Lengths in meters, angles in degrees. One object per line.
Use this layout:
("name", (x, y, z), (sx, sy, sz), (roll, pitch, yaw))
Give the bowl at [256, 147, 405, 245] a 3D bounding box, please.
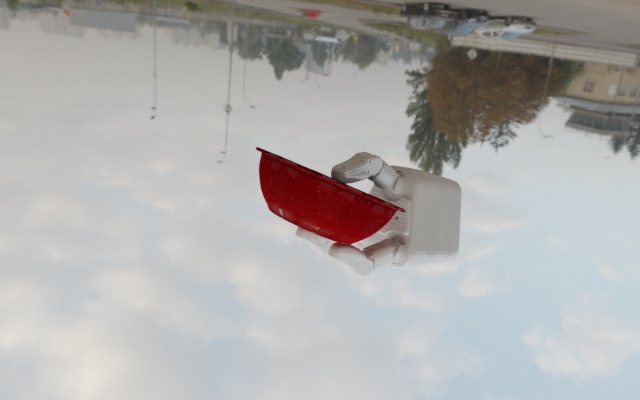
("bowl", (-0.001, 0.002, 0.482), (0.162, 0.055, 0.162), (23, 2, -1))
